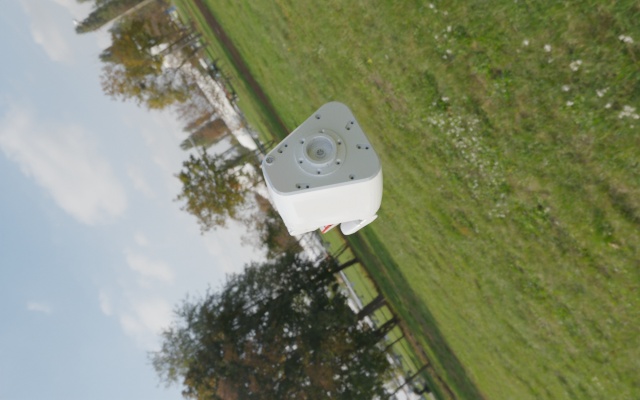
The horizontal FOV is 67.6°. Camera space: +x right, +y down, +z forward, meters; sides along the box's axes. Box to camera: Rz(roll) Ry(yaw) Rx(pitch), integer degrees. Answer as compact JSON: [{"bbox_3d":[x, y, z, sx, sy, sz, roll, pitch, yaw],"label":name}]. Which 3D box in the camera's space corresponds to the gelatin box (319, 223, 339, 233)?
[{"bbox_3d":[0.000,0.002,0.636,0.030,0.073,0.089,-31,-5,-9],"label":"gelatin box"}]
